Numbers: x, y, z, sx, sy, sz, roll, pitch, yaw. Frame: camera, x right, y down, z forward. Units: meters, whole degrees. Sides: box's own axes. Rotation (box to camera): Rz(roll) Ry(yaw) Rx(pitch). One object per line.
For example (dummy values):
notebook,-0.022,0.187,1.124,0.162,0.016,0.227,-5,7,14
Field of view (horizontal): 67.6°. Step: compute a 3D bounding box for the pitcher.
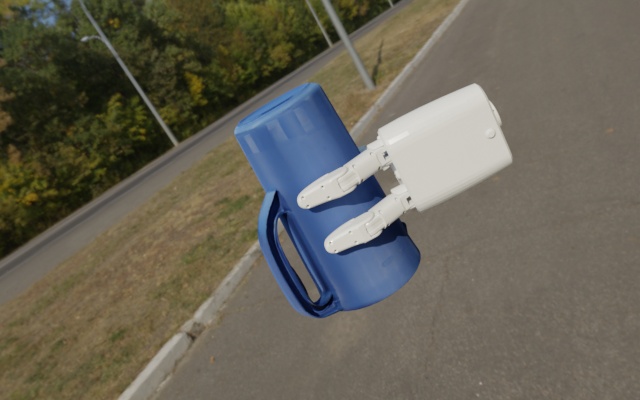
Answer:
pitcher,0.000,0.002,0.543,0.145,0.243,0.149,-26,17,12
